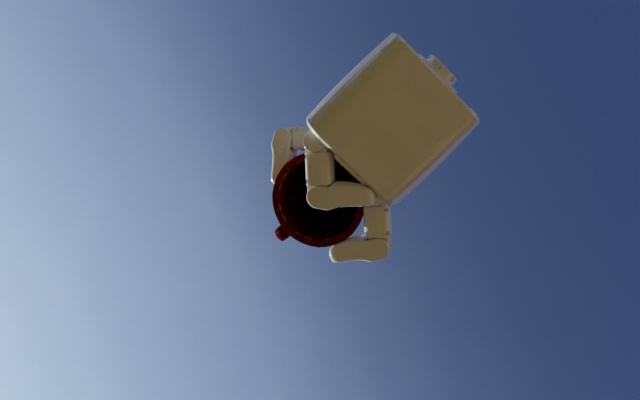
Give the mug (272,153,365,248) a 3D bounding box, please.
[{"bbox_3d":[-0.001,0.003,0.497,0.117,0.093,0.081,-44,-5,18],"label":"mug"}]
